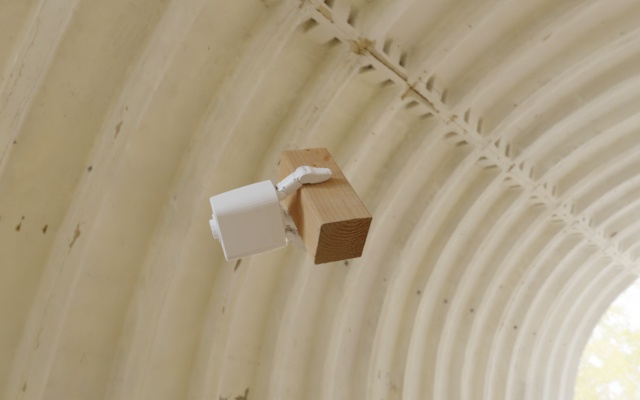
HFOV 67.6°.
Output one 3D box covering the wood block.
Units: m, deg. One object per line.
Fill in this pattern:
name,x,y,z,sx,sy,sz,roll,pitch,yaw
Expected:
wood block,0.000,0.002,0.831,0.090,0.091,0.206,-7,41,-21
